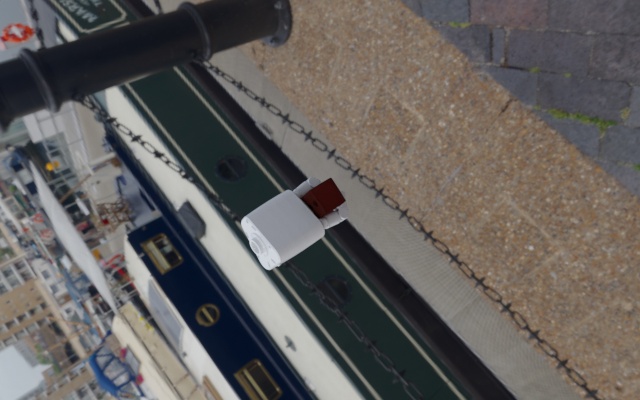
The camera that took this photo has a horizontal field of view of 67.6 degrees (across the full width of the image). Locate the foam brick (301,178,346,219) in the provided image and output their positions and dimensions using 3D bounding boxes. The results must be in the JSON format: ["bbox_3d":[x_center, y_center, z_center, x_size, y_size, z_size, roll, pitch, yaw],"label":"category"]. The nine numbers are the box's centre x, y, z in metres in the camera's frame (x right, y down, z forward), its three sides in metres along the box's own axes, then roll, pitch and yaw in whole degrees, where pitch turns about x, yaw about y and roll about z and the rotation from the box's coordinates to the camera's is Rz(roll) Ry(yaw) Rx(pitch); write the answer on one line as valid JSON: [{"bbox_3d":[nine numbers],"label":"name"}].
[{"bbox_3d":[0.000,0.003,0.886,0.051,0.053,0.078,-31,-5,-30],"label":"foam brick"}]
